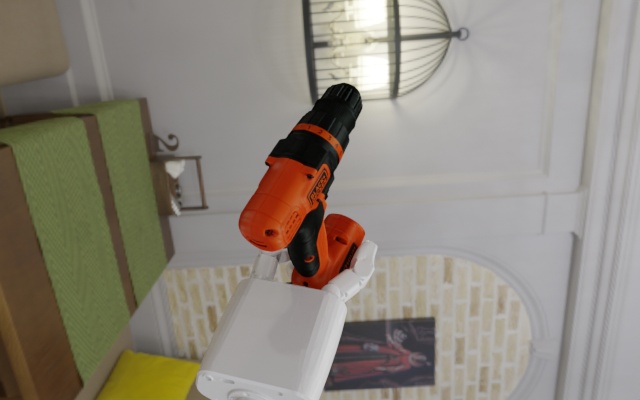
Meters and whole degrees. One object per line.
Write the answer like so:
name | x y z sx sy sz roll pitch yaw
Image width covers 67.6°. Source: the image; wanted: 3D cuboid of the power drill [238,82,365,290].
power drill | 0.000 0.002 0.478 0.057 0.184 0.188 18 -30 25
